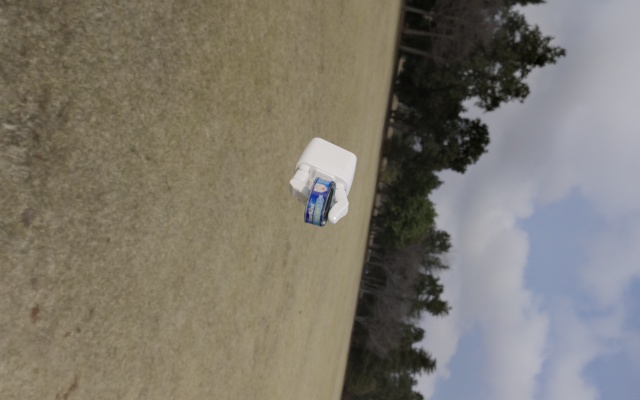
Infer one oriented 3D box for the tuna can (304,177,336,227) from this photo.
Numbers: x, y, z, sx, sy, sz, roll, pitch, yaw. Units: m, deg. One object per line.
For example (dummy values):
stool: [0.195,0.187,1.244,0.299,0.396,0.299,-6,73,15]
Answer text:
tuna can: [0.001,0.003,0.849,0.034,0.086,0.086,15,3,10]
